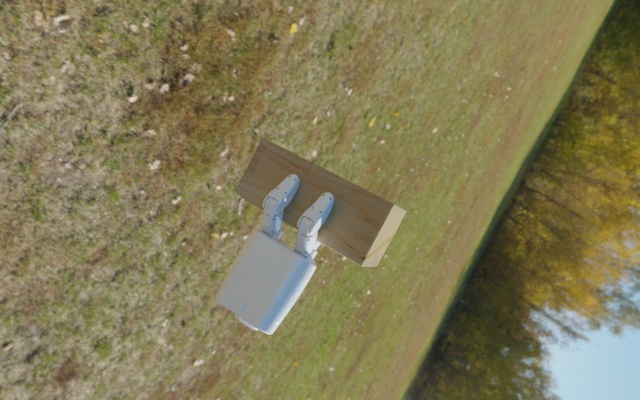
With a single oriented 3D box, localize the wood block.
[{"bbox_3d":[0.000,0.003,0.659,0.206,0.090,0.091,29,3,21],"label":"wood block"}]
